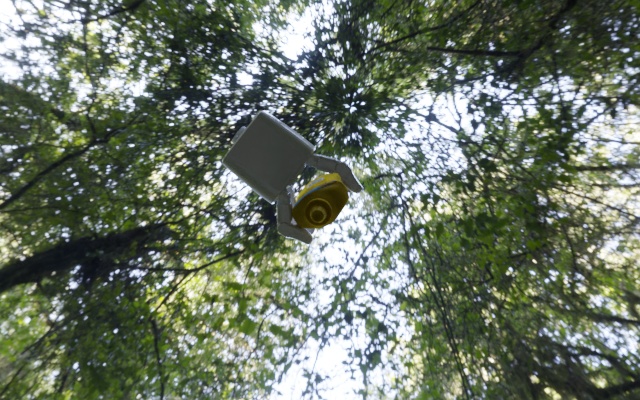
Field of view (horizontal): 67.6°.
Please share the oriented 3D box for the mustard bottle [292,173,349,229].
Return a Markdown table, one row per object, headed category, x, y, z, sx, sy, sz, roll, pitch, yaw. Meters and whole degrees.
| category | x | y | z | sx | sy | sz | roll | pitch | yaw |
| --- | --- | --- | --- | --- | --- | --- | --- | --- | --- |
| mustard bottle | 0.000 | 0.003 | 0.776 | 0.096 | 0.058 | 0.191 | -28 | 9 | 8 |
